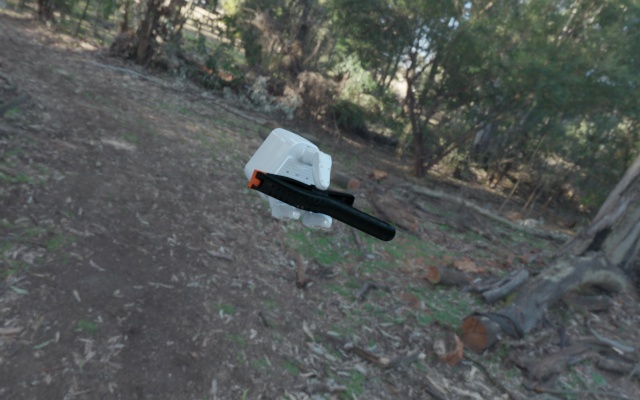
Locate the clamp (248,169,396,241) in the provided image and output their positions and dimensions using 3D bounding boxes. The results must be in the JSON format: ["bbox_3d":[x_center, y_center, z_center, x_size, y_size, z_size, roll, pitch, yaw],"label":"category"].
[{"bbox_3d":[0.000,0.001,0.689,0.210,0.036,0.164,17,10,-31],"label":"clamp"}]
